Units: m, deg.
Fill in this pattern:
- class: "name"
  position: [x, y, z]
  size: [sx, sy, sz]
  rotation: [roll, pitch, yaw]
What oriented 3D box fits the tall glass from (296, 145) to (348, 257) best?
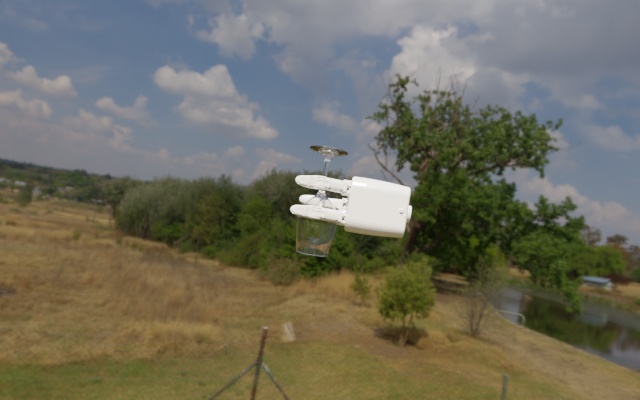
- class: "tall glass"
  position: [0.000, 0.002, 0.897]
  size: [0.079, 0.201, 0.079]
  rotation: [10, -4, 1]
